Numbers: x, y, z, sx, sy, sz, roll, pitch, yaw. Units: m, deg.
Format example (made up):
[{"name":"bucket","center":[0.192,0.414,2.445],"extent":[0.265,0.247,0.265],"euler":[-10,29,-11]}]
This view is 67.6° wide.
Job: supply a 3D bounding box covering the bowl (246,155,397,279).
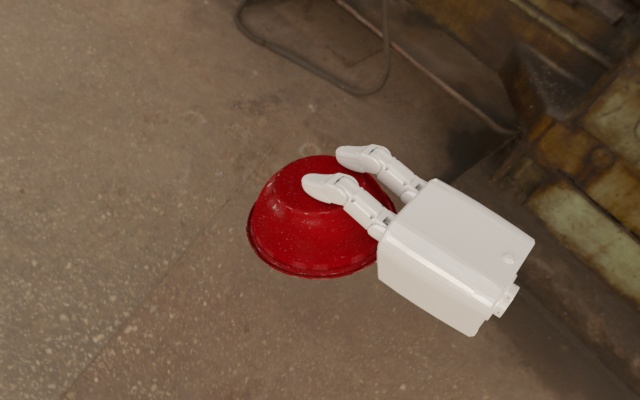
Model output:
[{"name":"bowl","center":[-0.001,0.001,0.493],"extent":[0.162,0.055,0.162],"euler":[-3,42,2]}]
